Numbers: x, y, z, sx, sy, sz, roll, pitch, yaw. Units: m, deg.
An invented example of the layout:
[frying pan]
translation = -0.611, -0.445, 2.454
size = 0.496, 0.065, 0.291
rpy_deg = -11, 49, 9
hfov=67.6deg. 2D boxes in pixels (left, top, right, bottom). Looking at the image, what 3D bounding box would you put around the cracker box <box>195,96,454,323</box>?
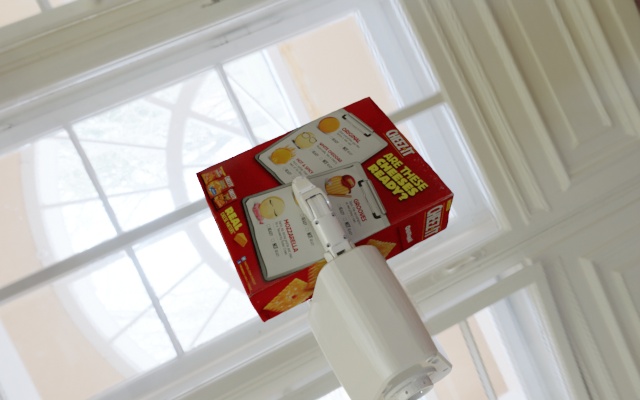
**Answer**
[cracker box]
translation = 0.000, 0.002, 0.499
size = 0.213, 0.164, 0.072
rpy_deg = -25, -34, -10
